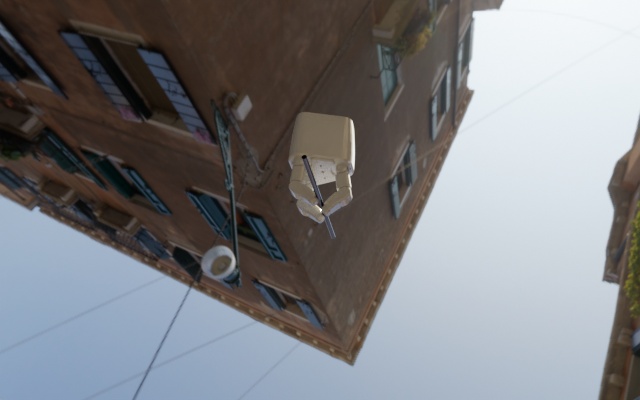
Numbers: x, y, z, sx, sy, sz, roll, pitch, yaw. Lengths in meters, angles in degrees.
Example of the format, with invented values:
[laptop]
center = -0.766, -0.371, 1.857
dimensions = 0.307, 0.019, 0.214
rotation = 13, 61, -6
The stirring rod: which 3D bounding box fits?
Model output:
[stirring rod]
center = 0.000, 0.002, 0.793
dimensions = 0.011, 0.011, 0.240
rotation = 0, -33, 14
